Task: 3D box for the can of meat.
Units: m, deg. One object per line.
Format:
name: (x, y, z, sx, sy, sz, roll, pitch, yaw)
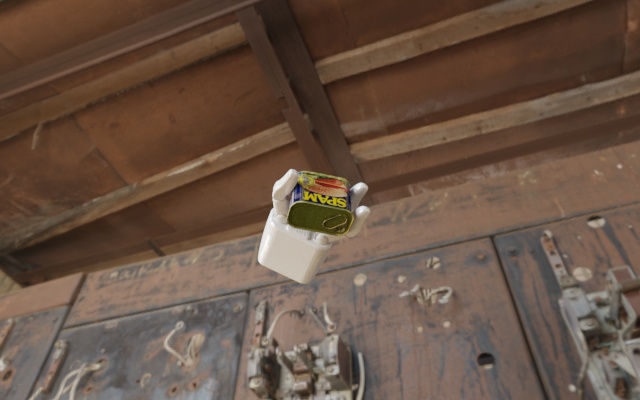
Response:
can of meat: (0.000, 0.002, 0.767, 0.102, 0.057, 0.083, 11, 40, -9)
